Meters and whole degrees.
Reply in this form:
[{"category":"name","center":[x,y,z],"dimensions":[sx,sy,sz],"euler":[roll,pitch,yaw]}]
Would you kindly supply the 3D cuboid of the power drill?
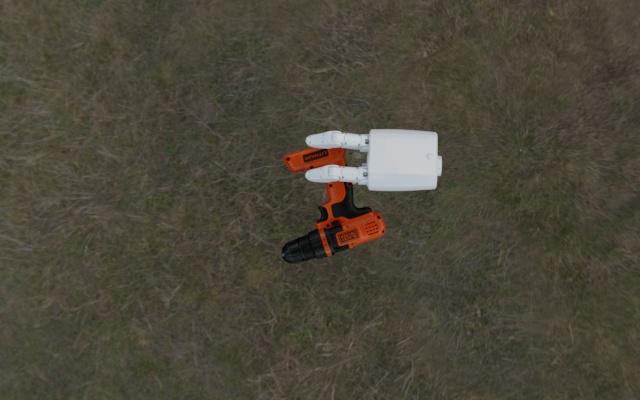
[{"category":"power drill","center":[0.000,0.002,0.813],"dimensions":[0.184,0.187,0.057],"euler":[-18,8,-3]}]
